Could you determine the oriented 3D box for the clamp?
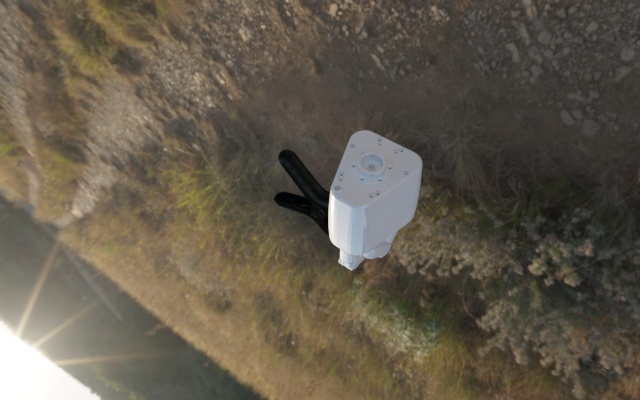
[{"bbox_3d":[0.000,0.003,0.665,0.171,0.039,0.120,30,-27,20],"label":"clamp"}]
